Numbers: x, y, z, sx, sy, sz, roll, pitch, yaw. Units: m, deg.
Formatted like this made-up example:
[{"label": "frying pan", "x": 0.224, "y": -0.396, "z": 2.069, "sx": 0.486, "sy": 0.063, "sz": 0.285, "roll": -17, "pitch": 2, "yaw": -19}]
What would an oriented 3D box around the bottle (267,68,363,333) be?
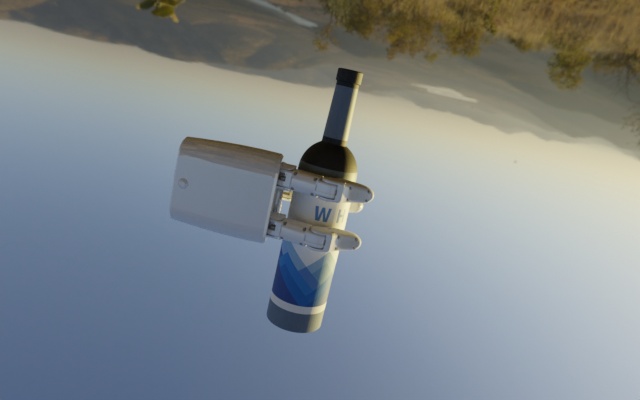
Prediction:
[{"label": "bottle", "x": 0.000, "y": 0.002, "z": 0.539, "sx": 0.069, "sy": 0.296, "sz": 0.069, "roll": 12, "pitch": 13, "yaw": -3}]
